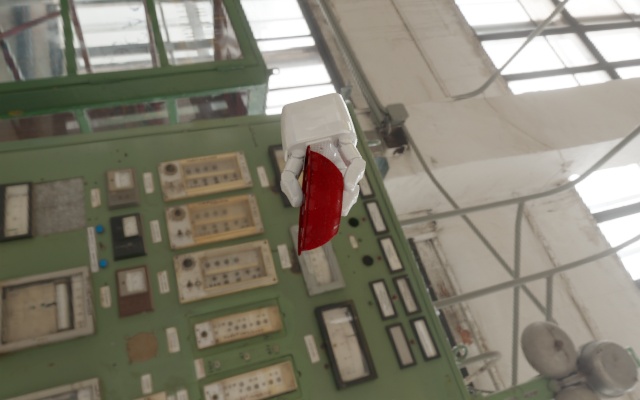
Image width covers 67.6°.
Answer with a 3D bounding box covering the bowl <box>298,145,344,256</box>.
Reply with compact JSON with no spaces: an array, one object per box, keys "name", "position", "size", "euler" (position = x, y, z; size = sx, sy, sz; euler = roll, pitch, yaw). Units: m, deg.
[{"name":"bowl","position":[0.000,0.004,0.697],"size":[0.055,0.162,0.162],"euler":[5,0,-4]}]
